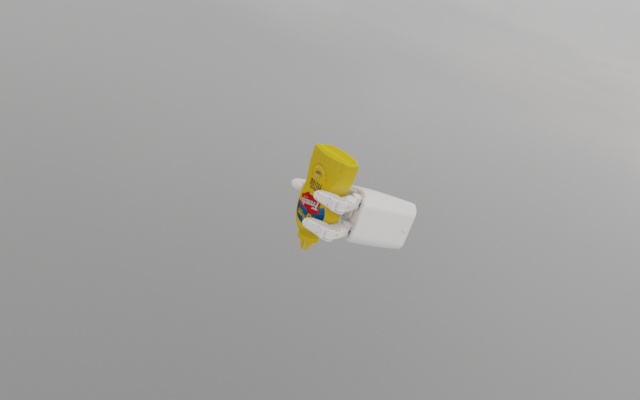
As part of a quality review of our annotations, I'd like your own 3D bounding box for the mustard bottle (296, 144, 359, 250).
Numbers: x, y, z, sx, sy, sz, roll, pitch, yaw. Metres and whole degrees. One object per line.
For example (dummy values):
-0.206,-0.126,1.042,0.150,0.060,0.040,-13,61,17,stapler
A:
0.000,0.003,0.848,0.058,0.192,0.096,-1,29,-41,mustard bottle
